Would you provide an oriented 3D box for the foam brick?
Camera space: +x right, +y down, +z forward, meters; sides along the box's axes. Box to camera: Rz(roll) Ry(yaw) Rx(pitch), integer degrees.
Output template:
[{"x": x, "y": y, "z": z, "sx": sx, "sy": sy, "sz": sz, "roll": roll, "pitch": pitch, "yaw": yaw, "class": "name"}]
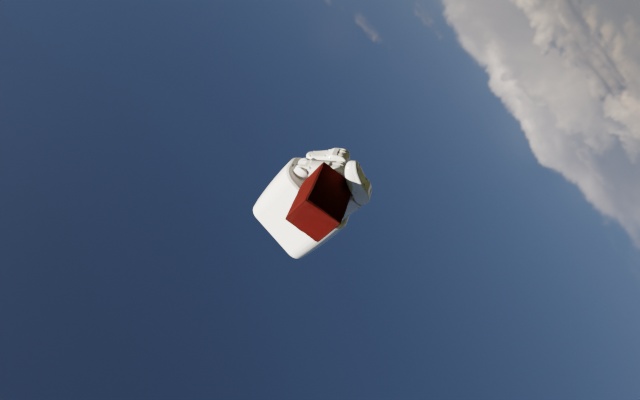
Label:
[{"x": 0.000, "y": 0.002, "z": 0.595, "sx": 0.053, "sy": 0.078, "sz": 0.051, "roll": 37, "pitch": -49, "yaw": -12, "class": "foam brick"}]
